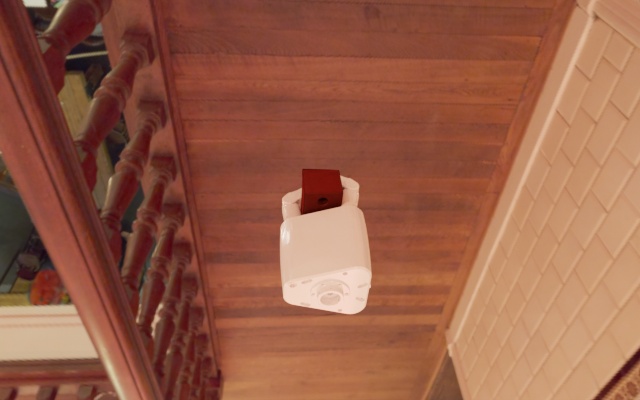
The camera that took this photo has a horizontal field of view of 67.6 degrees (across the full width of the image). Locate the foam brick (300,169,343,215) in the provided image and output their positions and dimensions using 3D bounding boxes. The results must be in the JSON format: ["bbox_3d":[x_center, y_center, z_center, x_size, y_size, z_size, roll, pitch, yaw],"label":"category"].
[{"bbox_3d":[0.000,0.002,0.657,0.053,0.078,0.051,0,41,-5],"label":"foam brick"}]
